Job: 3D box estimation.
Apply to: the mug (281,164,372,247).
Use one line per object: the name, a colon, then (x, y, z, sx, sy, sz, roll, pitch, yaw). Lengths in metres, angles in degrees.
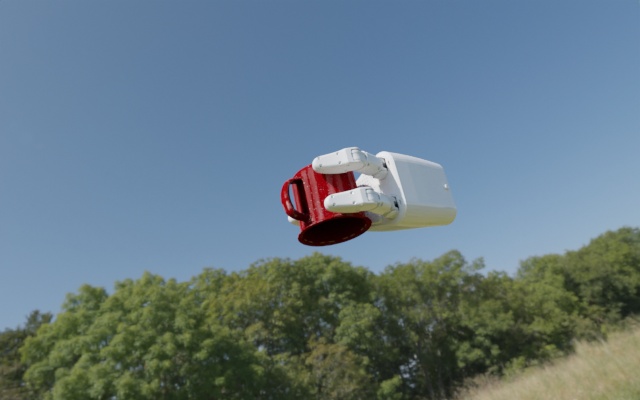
mug: (-0.001, 0.002, 0.593, 0.117, 0.081, 0.093, 7, -31, -37)
